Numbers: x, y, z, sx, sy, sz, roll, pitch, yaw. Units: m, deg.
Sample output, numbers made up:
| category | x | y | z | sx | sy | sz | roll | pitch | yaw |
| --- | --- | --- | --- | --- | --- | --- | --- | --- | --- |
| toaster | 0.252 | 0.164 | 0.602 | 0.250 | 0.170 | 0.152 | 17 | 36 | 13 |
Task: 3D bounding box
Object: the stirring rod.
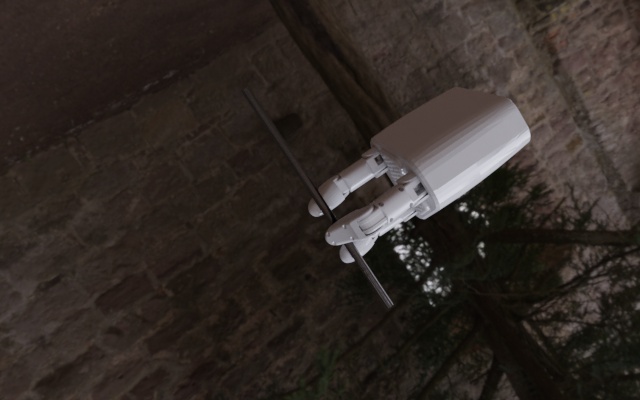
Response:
| category | x | y | z | sx | sy | sz | roll | pitch | yaw |
| --- | --- | --- | --- | --- | --- | --- | --- | --- | --- |
| stirring rod | 0.000 | 0.001 | 0.436 | 0.011 | 0.239 | 0.011 | -33 | 9 | 6 |
